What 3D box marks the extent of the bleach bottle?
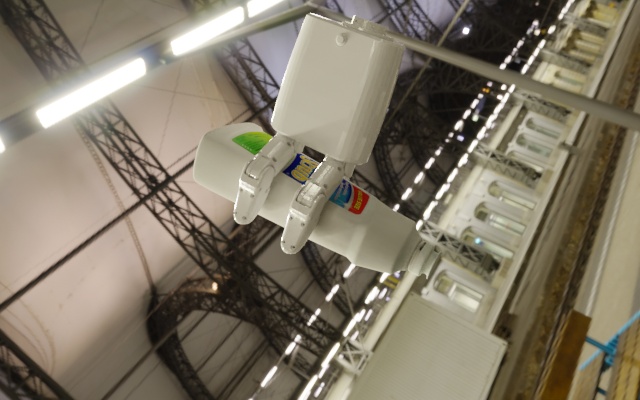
[{"bbox_3d":[0.000,0.002,0.471,0.251,0.068,0.102,27,24,19],"label":"bleach bottle"}]
